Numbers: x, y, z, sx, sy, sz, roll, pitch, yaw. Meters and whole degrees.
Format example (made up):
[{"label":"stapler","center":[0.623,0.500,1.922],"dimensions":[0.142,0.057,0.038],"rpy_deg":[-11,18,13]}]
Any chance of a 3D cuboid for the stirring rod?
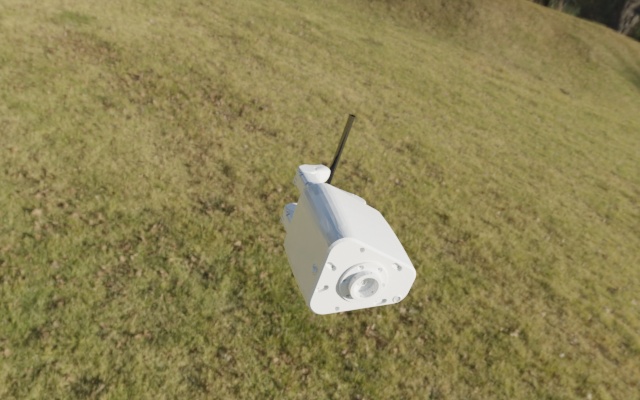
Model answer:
[{"label":"stirring rod","center":[0.000,0.002,0.618],"dimensions":[0.011,0.240,0.011],"rpy_deg":[17,24,-8]}]
